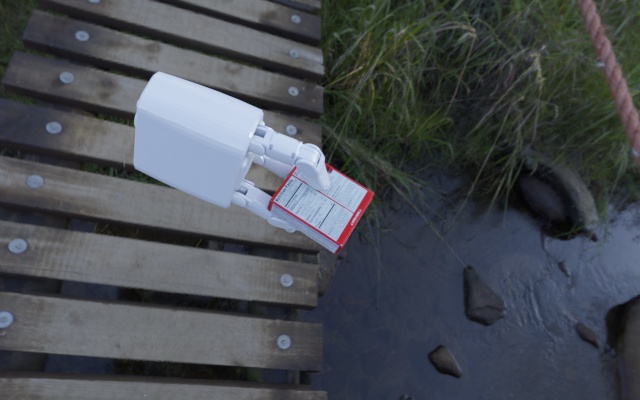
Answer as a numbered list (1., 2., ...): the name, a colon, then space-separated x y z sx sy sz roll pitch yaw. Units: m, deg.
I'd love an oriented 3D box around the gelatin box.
1. gelatin box: 0.000 0.002 0.504 0.089 0.073 0.030 32 -27 4
